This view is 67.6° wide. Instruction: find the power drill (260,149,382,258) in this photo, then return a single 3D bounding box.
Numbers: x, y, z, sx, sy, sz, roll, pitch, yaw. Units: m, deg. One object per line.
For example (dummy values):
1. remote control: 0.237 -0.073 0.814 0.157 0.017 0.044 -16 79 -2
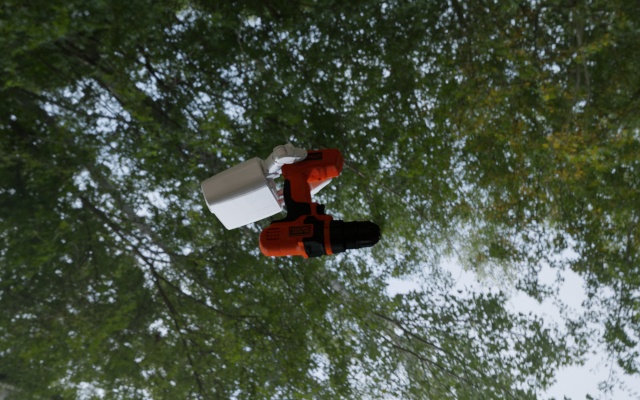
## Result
1. power drill: 0.000 0.002 0.759 0.184 0.187 0.057 -4 -39 7
